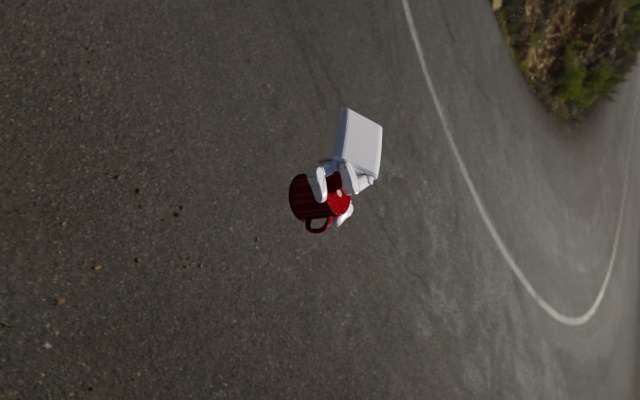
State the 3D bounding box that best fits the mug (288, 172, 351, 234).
[{"bbox_3d":[0.000,0.004,0.870,0.081,0.117,0.093,-7,-24,38],"label":"mug"}]
